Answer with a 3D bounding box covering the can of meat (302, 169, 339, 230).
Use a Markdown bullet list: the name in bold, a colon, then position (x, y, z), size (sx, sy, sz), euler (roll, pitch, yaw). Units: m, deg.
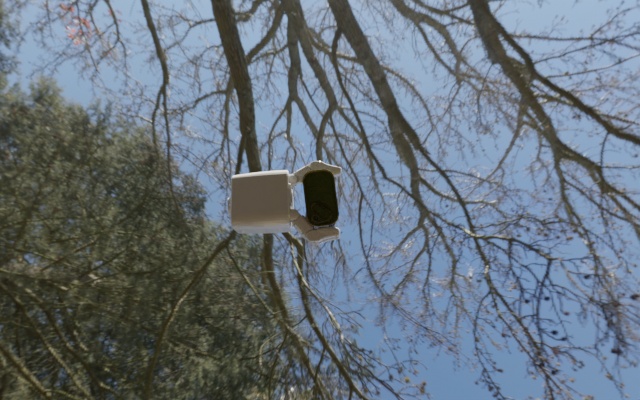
- **can of meat**: position (0.000, 0.003, 0.882), size (0.057, 0.102, 0.084), euler (-7, -12, -2)
